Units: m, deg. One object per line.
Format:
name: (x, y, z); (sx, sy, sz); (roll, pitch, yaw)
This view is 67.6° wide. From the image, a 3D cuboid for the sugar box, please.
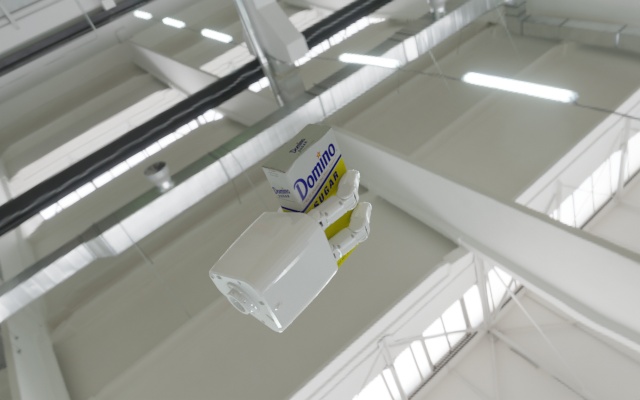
sugar box: (0.000, 0.002, 0.605); (0.048, 0.176, 0.093); (16, 51, 38)
